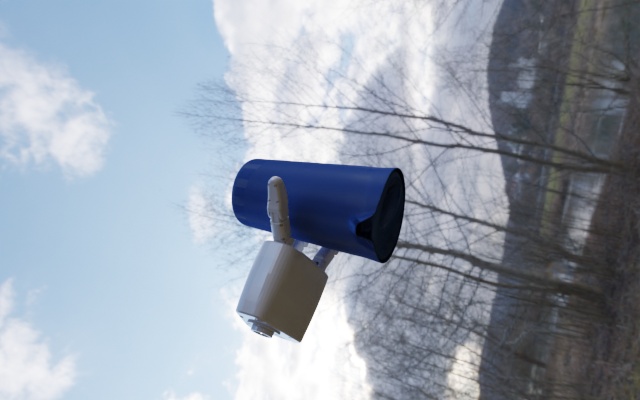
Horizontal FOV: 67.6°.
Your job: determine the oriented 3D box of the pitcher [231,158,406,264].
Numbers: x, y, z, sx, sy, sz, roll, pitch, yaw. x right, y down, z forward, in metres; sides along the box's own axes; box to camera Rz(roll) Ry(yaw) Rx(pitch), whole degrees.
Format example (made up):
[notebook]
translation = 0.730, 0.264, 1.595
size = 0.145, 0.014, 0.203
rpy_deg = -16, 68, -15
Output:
[pitcher]
translation = 0.000, 0.002, 0.711
size = 0.243, 0.145, 0.149
rpy_deg = 10, -26, 25
